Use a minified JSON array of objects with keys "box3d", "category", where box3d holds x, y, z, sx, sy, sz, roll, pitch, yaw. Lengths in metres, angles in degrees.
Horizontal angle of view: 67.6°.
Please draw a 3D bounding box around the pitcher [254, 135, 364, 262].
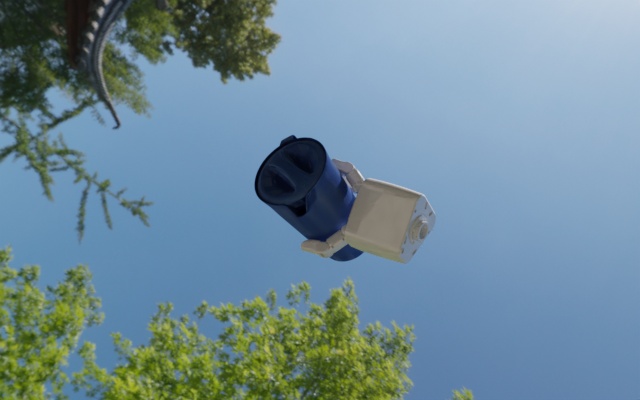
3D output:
[{"box3d":[0.000,0.003,0.851,0.145,0.149,0.243,16,-22,38],"category":"pitcher"}]
